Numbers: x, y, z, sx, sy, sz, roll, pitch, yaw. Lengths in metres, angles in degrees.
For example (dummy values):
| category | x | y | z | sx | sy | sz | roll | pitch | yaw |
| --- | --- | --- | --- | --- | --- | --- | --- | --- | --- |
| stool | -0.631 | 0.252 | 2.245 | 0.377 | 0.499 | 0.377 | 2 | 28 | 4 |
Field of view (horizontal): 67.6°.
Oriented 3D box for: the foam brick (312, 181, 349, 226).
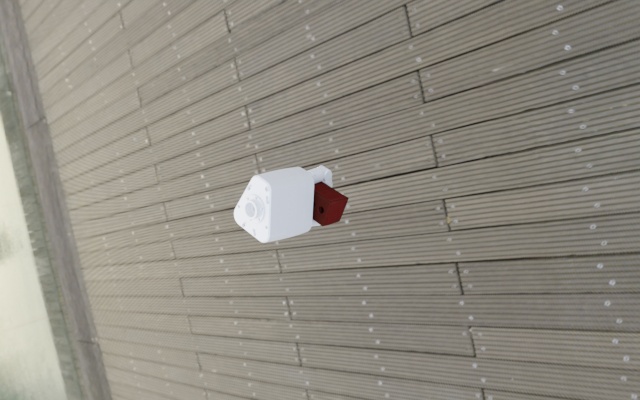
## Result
| category | x | y | z | sx | sy | sz | roll | pitch | yaw |
| --- | --- | --- | --- | --- | --- | --- | --- | --- | --- |
| foam brick | 0.000 | 0.003 | 0.866 | 0.078 | 0.053 | 0.051 | 33 | 28 | 30 |
